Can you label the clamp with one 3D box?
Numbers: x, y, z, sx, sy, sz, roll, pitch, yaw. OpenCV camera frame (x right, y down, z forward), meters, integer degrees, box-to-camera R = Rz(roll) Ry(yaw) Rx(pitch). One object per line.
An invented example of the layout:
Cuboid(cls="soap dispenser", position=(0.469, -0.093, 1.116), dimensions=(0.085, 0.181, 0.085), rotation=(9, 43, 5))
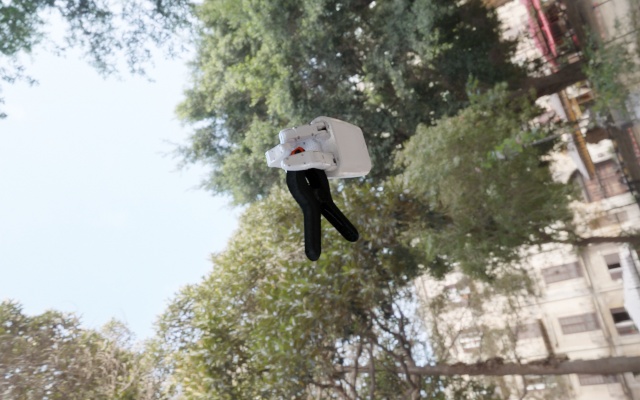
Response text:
Cuboid(cls="clamp", position=(0.000, 0.002, 0.724), dimensions=(0.039, 0.171, 0.120), rotation=(-21, -11, 33))
